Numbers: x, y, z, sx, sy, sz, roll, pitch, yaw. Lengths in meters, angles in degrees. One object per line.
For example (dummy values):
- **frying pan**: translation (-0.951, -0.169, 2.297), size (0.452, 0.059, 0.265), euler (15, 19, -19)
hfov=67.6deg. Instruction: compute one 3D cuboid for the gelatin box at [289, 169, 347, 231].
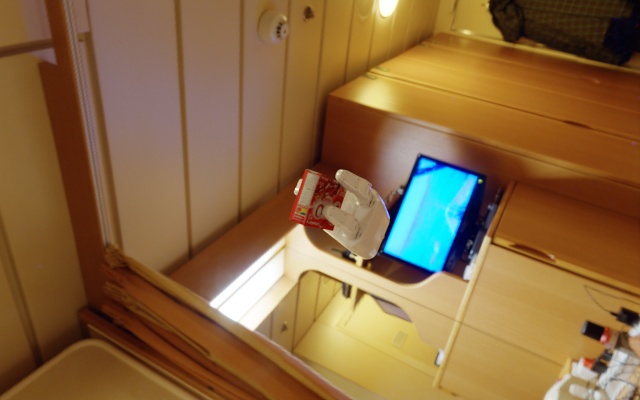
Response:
- **gelatin box**: translation (0.000, 0.002, 0.671), size (0.030, 0.073, 0.089), euler (19, 1, 30)
